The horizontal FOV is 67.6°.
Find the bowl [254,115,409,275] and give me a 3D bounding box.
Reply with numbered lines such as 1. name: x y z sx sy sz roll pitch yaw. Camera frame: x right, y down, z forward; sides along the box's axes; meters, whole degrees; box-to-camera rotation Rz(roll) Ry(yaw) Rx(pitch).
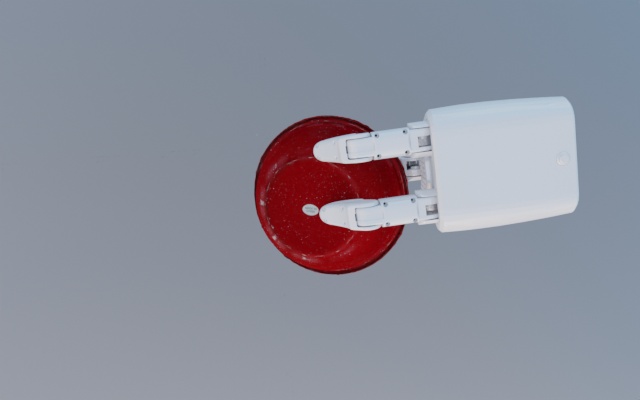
1. bowl: -0.001 0.002 0.453 0.162 0.162 0.055 0 11 18
